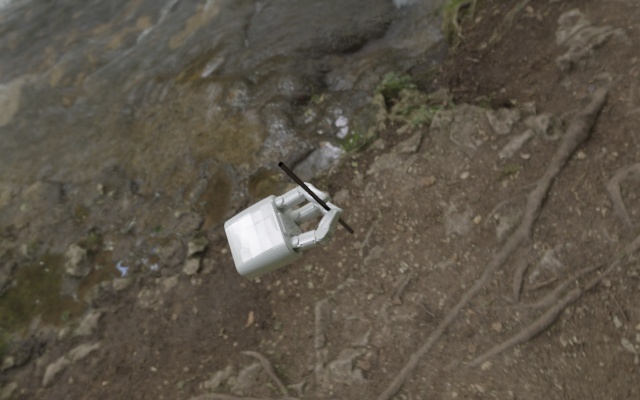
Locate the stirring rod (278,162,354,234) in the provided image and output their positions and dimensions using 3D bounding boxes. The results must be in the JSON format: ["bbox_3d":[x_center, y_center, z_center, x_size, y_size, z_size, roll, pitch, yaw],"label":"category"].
[{"bbox_3d":[0.000,0.003,0.769,0.011,0.011,0.240,0,-27,32],"label":"stirring rod"}]
